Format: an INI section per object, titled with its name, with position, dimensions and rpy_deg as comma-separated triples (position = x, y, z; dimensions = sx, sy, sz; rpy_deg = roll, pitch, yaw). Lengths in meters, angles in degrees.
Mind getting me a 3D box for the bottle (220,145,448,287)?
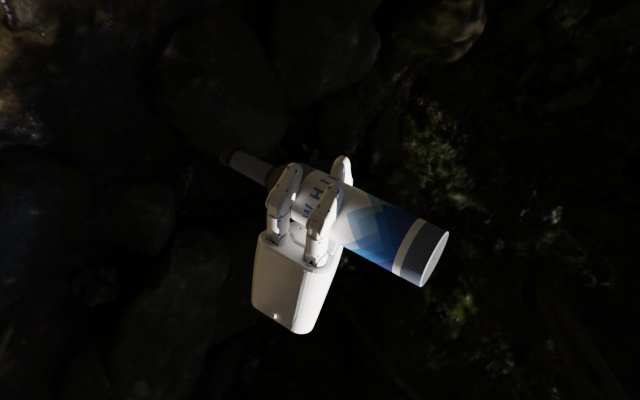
[bottle]
position = 0.000, 0.002, 0.565
dimensions = 0.295, 0.069, 0.069
rpy_deg = 27, 10, 22
